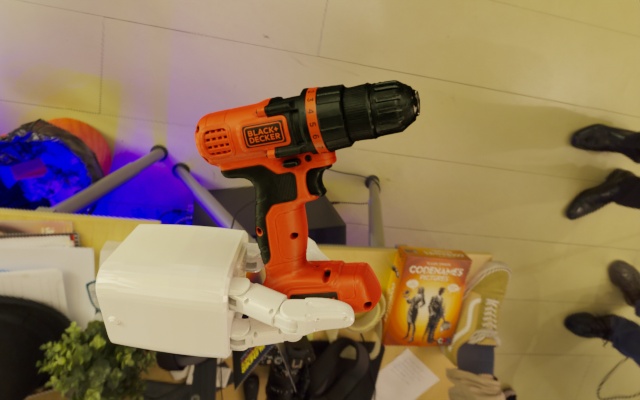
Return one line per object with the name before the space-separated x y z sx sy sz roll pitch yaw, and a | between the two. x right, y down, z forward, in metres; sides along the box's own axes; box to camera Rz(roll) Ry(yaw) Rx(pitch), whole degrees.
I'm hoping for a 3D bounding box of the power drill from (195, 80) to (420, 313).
power drill | 0.000 0.002 0.402 0.184 0.188 0.057 -7 15 17
